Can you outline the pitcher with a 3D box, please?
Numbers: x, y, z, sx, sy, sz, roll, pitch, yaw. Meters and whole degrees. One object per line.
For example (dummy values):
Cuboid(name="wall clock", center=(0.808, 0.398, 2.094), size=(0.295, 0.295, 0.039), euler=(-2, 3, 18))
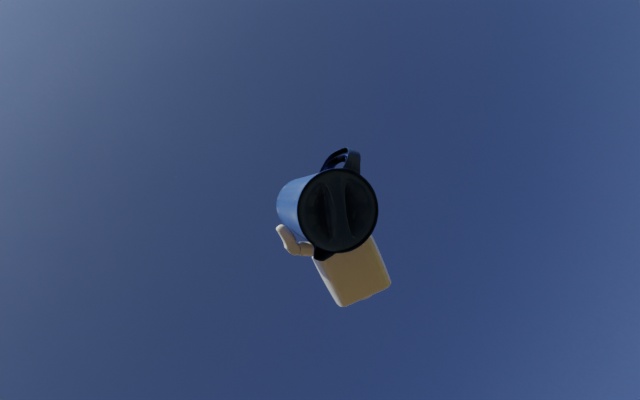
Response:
Cuboid(name="pitcher", center=(0.000, 0.003, 0.846), size=(0.149, 0.145, 0.243), euler=(-28, 10, -14))
